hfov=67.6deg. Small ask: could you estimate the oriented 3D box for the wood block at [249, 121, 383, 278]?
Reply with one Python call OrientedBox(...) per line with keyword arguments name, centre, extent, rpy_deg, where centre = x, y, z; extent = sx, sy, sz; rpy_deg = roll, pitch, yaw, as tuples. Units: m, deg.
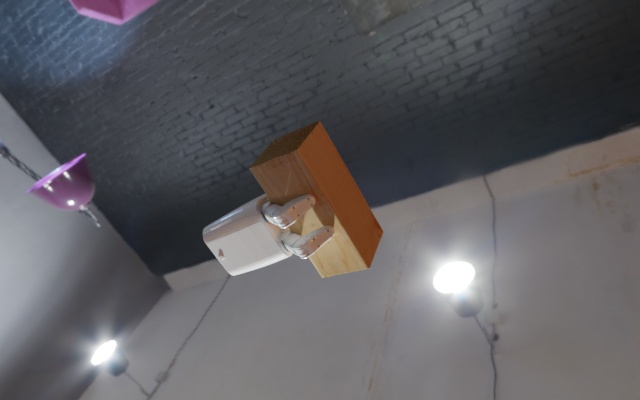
OrientedBox(name="wood block", centre=(0.000, 0.002, 0.704), extent=(0.090, 0.206, 0.090), rpy_deg=(-17, 26, 32))
